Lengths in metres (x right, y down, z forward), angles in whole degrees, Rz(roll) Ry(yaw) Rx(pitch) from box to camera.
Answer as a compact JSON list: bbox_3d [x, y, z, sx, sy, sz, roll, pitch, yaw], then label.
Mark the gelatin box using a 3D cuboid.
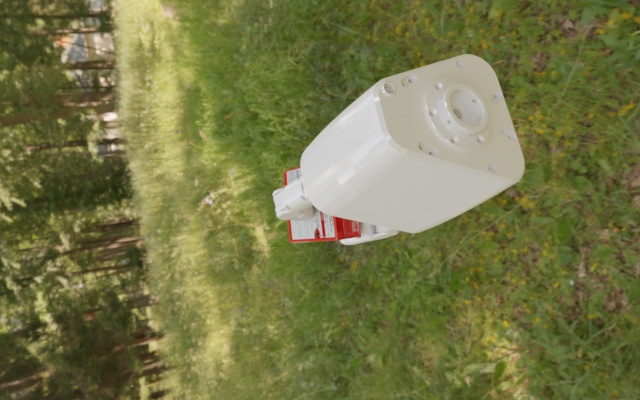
[{"bbox_3d":[-0.001,0.002,0.452,0.030,0.073,0.089,-4,-3,-33],"label":"gelatin box"}]
